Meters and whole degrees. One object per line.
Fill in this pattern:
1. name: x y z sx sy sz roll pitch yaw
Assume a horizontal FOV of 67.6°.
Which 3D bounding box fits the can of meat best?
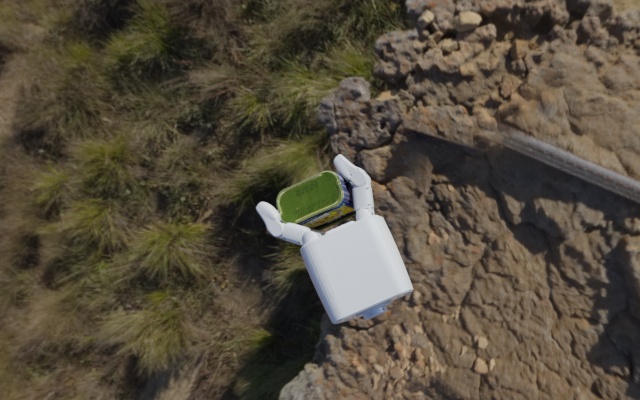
1. can of meat: 0.000 0.002 0.669 0.102 0.057 0.084 -24 -16 19
